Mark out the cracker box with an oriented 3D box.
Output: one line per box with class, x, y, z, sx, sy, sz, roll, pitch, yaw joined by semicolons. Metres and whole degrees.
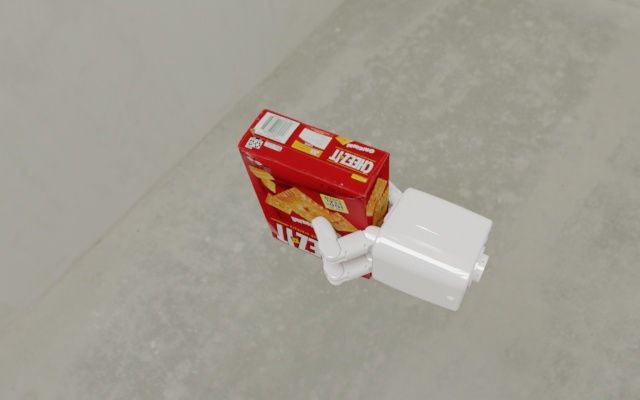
cracker box;0.000;0.002;0.601;0.164;0.072;0.214;22;-28;20
